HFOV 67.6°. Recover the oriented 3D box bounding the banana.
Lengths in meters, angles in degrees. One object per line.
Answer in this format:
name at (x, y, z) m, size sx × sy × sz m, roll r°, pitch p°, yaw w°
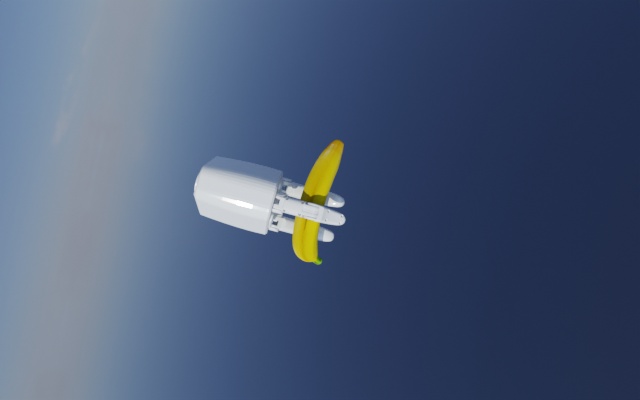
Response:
banana at (-0.008, 0.010, 0.686) m, size 0.037 × 0.198 × 0.069 m, roll 19°, pitch 20°, yaw 18°
